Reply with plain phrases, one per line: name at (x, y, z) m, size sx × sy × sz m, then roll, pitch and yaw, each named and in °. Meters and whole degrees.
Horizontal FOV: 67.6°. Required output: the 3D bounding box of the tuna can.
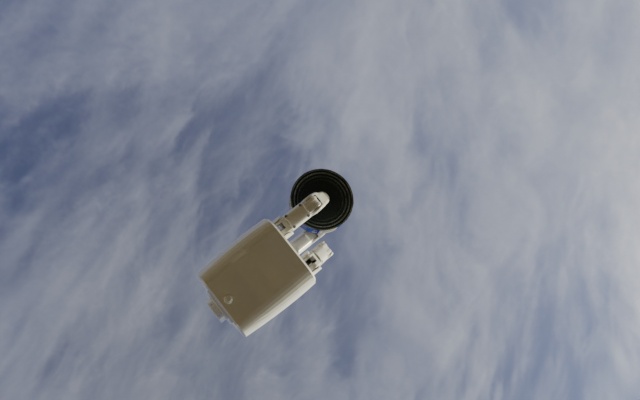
tuna can at (0.000, 0.002, 0.654) m, size 0.086 × 0.086 × 0.034 m, roll 0°, pitch -15°, yaw -9°
